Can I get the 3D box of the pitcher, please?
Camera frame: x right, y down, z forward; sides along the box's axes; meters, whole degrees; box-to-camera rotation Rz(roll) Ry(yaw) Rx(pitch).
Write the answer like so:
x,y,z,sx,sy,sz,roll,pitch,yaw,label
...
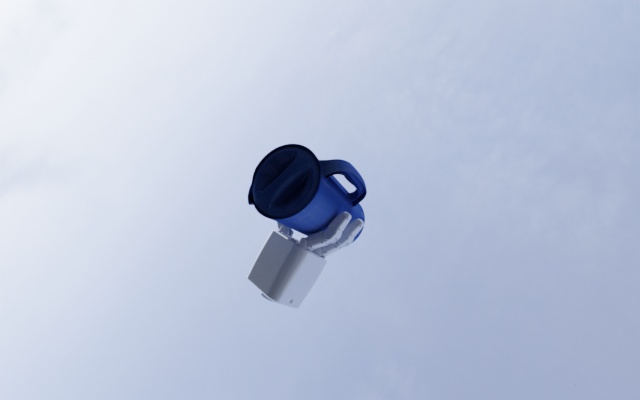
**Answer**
x,y,z,sx,sy,sz,roll,pitch,yaw,label
0.000,0.003,0.867,0.149,0.145,0.243,27,-5,33,pitcher
